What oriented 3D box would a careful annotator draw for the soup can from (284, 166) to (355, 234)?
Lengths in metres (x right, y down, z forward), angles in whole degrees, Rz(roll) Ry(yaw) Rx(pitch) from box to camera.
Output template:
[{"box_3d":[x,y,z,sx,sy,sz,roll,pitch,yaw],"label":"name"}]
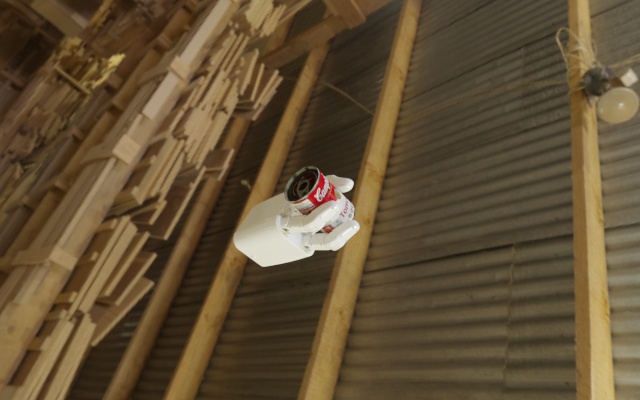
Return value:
[{"box_3d":[0.001,0.002,0.758,0.068,0.068,0.102,0,-34,46],"label":"soup can"}]
